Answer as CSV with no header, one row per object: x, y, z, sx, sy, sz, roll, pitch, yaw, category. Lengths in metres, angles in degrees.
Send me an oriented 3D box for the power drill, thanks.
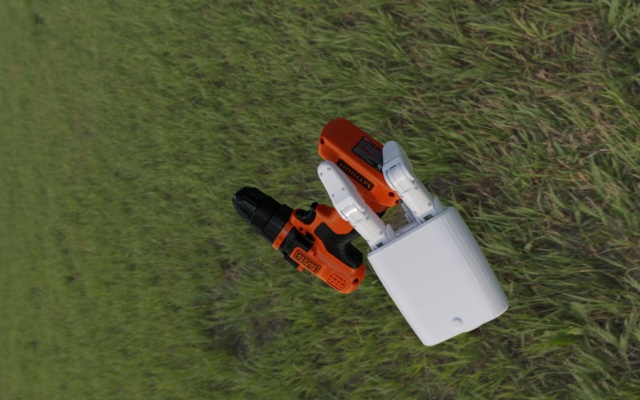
0.000,0.002,0.529,0.184,0.188,0.057,35,43,2,power drill
